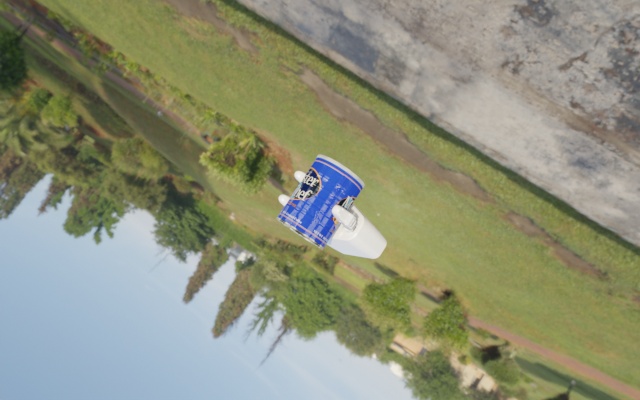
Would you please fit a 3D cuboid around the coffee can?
[{"bbox_3d":[0.000,0.003,0.864,0.103,0.140,0.103,33,-7,4],"label":"coffee can"}]
